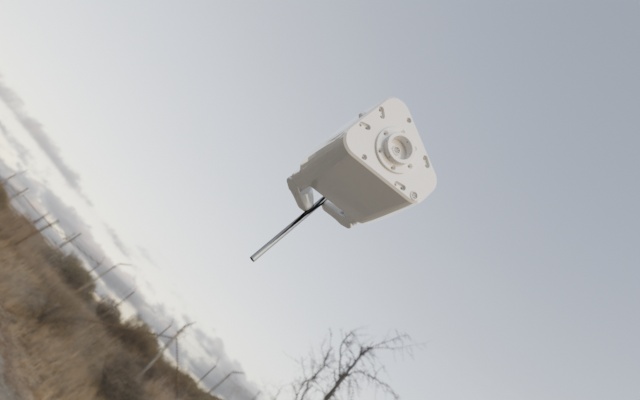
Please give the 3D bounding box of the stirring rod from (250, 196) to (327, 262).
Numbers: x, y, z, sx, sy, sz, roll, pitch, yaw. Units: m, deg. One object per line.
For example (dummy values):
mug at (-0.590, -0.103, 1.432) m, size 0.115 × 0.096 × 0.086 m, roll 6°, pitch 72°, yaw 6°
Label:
stirring rod at (0.000, 0.002, 0.628) m, size 0.239 × 0.011 × 0.011 m, roll -40°, pitch 21°, yaw -27°
